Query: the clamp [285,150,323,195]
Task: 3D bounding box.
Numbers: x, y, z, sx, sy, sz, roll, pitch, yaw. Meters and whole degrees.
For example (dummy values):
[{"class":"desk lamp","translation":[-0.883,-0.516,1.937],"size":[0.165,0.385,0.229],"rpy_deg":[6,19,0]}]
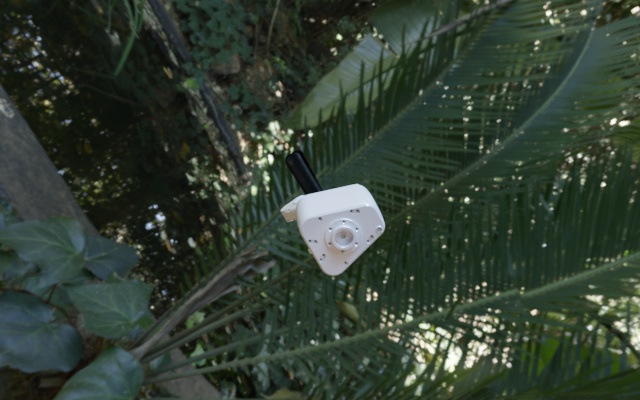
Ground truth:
[{"class":"clamp","translation":[0.001,0.003,0.802],"size":[0.036,0.210,0.164],"rpy_deg":[-29,14,4]}]
